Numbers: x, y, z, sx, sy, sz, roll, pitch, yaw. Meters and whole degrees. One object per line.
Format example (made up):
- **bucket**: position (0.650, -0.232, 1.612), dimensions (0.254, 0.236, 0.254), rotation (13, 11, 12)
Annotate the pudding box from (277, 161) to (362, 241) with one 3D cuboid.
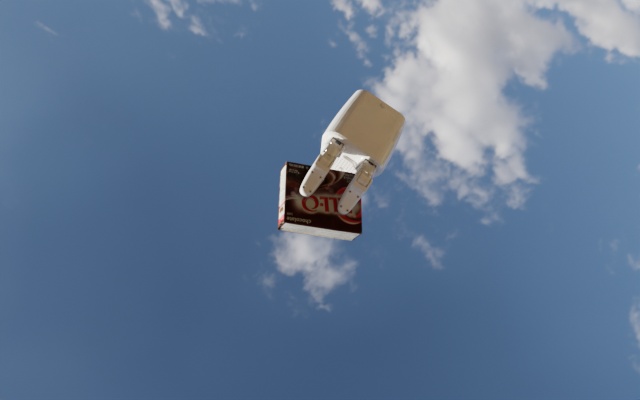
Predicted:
- **pudding box**: position (0.000, 0.002, 0.651), dimensions (0.113, 0.090, 0.039), rotation (8, -26, -16)
